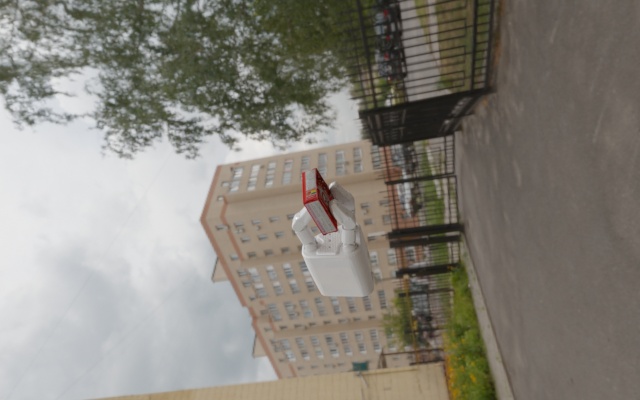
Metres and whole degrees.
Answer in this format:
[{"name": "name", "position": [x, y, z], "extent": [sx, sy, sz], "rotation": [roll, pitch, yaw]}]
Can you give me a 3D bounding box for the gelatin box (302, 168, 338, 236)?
[{"name": "gelatin box", "position": [0.000, 0.003, 0.791], "extent": [0.030, 0.073, 0.089], "rotation": [-18, -46, 15]}]
